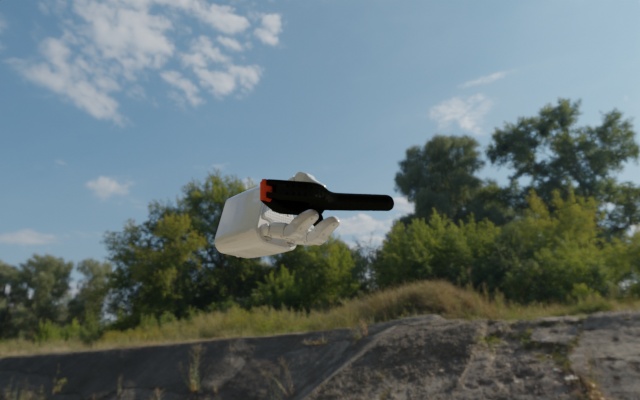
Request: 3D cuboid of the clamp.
[{"bbox_3d":[0.000,0.002,0.723,0.164,0.036,0.210,-17,-23,34],"label":"clamp"}]
